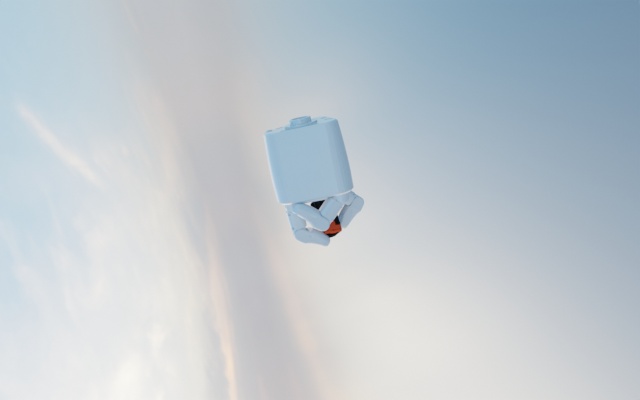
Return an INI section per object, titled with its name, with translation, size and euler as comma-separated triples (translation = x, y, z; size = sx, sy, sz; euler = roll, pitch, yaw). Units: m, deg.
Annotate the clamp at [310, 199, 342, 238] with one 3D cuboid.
[clamp]
translation = 0.000, 0.003, 0.802
size = 0.039, 0.120, 0.171
euler = -16, 17, -10
